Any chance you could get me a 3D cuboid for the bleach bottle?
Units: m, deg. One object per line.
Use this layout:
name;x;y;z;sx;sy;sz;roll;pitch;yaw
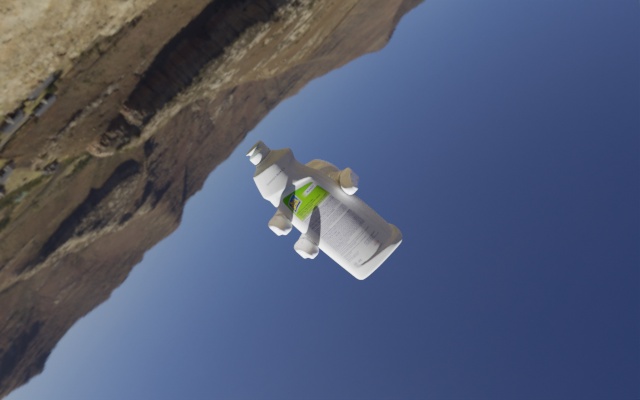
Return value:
bleach bottle;0.000;0.002;0.700;0.251;0.102;0.068;43;2;-16
